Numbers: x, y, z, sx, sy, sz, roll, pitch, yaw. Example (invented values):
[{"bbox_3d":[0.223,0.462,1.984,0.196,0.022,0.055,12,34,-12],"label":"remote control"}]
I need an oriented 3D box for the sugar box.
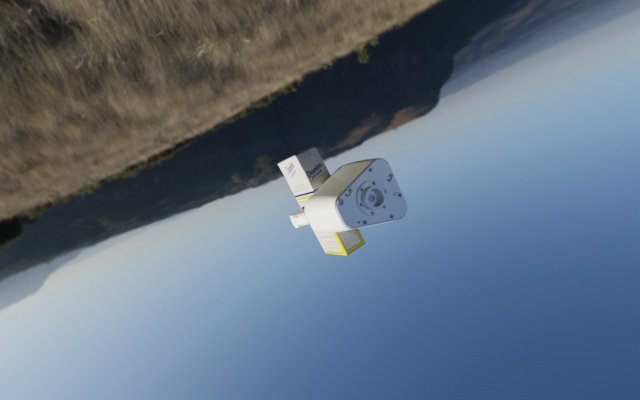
[{"bbox_3d":[0.001,0.002,0.779,0.048,0.176,0.093,-28,7,-22],"label":"sugar box"}]
